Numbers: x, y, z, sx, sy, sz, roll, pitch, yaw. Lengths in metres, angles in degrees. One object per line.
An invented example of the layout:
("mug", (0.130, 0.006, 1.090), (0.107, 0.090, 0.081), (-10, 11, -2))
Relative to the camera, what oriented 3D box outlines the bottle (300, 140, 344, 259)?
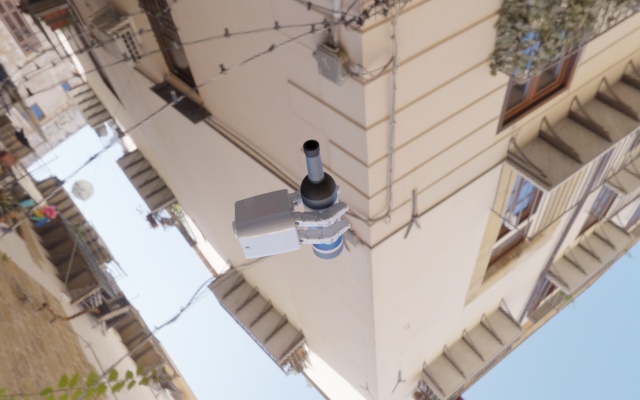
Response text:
("bottle", (0.000, 0.003, 0.890), (0.069, 0.069, 0.296), (0, -39, 8))
